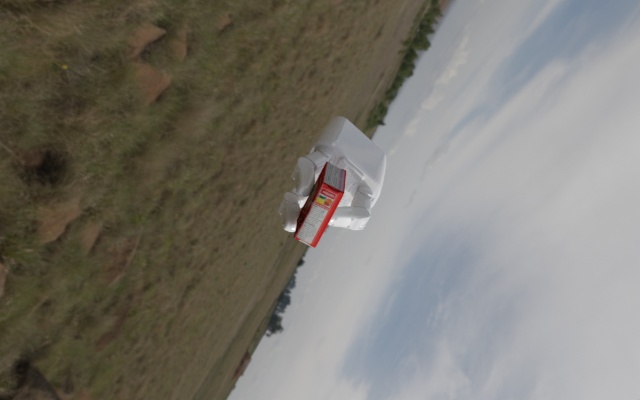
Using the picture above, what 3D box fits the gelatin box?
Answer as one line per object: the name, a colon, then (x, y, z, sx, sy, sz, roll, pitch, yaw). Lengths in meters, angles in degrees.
gelatin box: (0.000, 0.002, 0.549, 0.030, 0.073, 0.089, 26, 20, -6)
